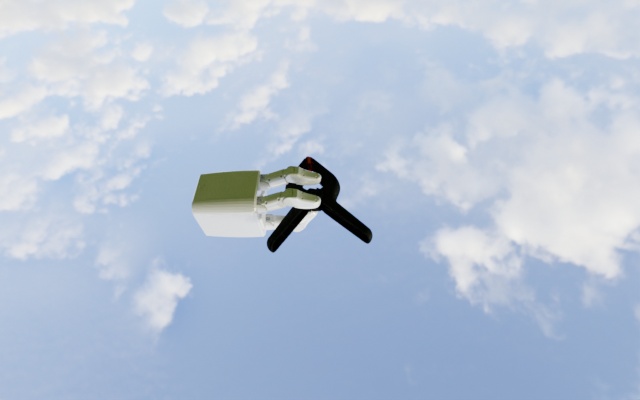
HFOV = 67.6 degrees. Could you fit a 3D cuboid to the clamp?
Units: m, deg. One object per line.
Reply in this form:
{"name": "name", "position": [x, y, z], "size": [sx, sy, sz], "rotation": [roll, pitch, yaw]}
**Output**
{"name": "clamp", "position": [0.000, 0.003, 0.803], "size": [0.164, 0.036, 0.209], "rotation": [1, 45, 0]}
